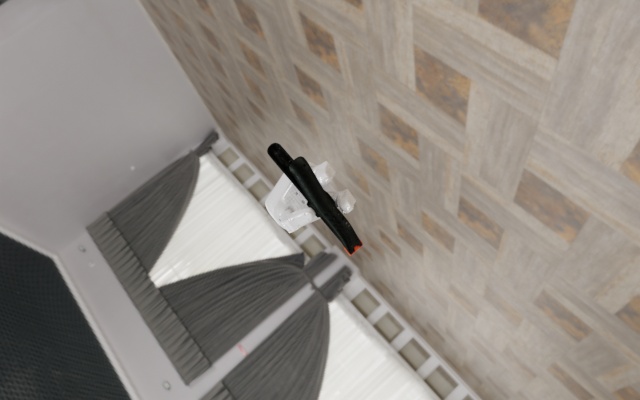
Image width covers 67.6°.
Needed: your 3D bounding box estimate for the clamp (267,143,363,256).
[{"bbox_3d":[0.000,0.003,0.713,0.036,0.210,0.164,-39,15,-4],"label":"clamp"}]
